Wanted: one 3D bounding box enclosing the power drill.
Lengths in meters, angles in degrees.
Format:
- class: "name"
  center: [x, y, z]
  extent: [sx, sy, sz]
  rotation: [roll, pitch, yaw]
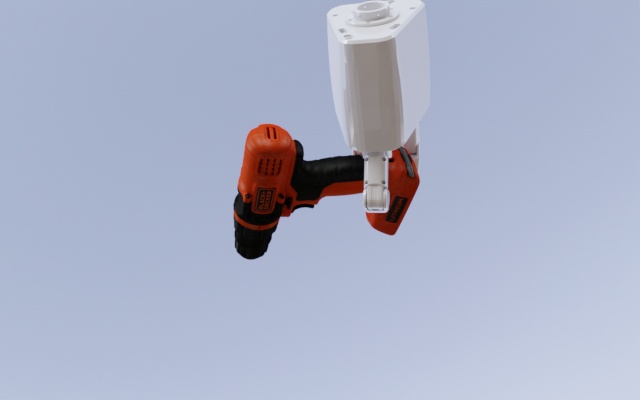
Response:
- class: "power drill"
  center: [0.001, 0.001, 0.523]
  extent: [0.187, 0.057, 0.185]
  rotation: [0, -42, -17]
